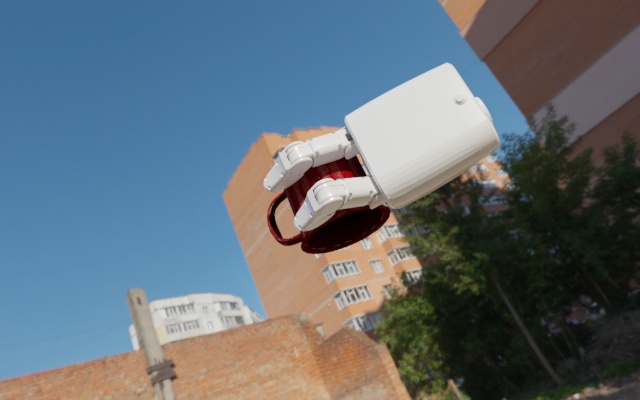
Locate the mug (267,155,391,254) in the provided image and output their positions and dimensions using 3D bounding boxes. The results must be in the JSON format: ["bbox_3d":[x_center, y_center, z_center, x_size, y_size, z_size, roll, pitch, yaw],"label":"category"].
[{"bbox_3d":[-0.001,0.002,0.476,0.117,0.081,0.093,-28,-24,10],"label":"mug"}]
